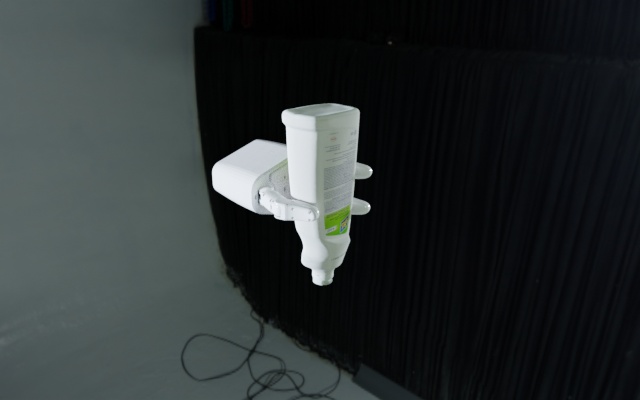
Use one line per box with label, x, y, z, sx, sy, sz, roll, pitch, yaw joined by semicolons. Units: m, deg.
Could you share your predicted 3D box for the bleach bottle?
bleach bottle;0.000;0.002;0.644;0.068;0.251;0.102;21;29;40
